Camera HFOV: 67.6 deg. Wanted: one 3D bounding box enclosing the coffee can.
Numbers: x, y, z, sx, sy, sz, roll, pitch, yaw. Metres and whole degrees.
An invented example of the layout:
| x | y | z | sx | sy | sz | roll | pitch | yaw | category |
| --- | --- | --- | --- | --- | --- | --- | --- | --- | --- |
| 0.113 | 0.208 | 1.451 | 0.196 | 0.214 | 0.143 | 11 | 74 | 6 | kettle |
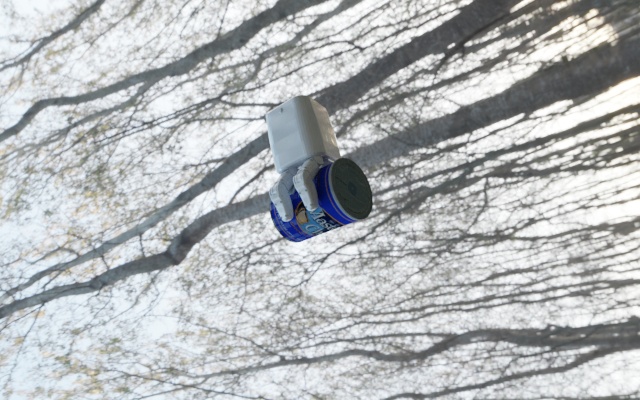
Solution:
| x | y | z | sx | sy | sz | roll | pitch | yaw | category |
| --- | --- | --- | --- | --- | --- | --- | --- | --- | --- |
| 0.000 | 0.003 | 0.786 | 0.140 | 0.102 | 0.103 | -23 | -14 | 37 | coffee can |
